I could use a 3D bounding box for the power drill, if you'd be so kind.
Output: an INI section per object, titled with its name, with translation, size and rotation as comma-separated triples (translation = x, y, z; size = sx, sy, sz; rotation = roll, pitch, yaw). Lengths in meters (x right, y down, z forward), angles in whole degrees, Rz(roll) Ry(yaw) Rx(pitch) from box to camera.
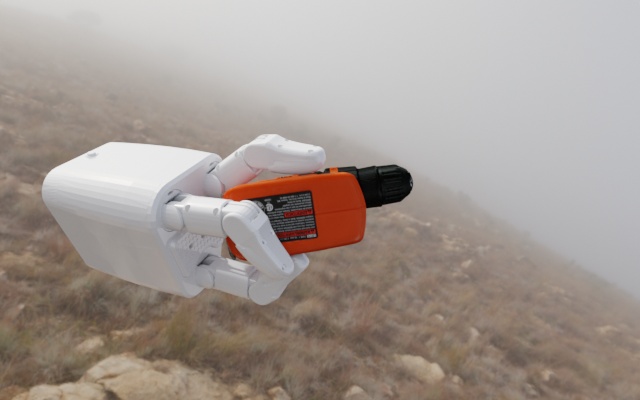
[power drill]
translation = 0.000, 0.001, 0.427
size = 0.184, 0.057, 0.187
rotation = -10, 4, 4
